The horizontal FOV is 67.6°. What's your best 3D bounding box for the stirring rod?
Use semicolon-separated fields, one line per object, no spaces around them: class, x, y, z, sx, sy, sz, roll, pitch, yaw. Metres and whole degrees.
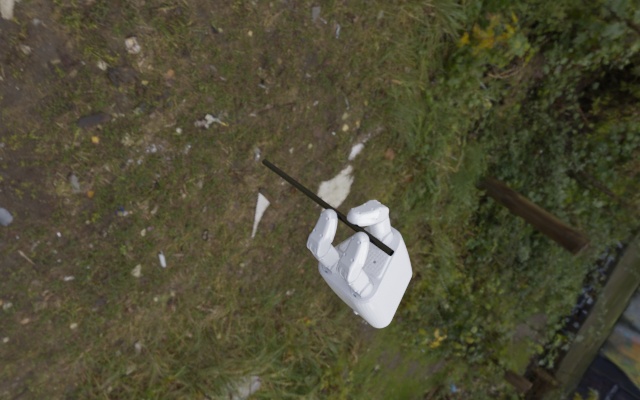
stirring rod;0.000;0.002;0.597;0.011;0.011;0.239;0;28;-48
